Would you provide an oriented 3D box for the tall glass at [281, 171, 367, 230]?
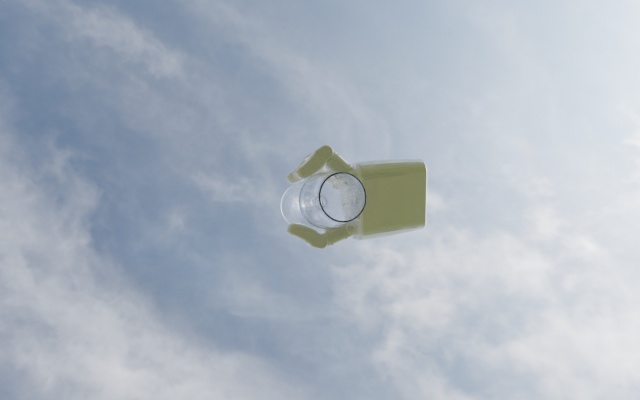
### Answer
[{"bbox_3d":[0.000,0.002,0.674,0.079,0.079,0.201,0,-3,-16],"label":"tall glass"}]
